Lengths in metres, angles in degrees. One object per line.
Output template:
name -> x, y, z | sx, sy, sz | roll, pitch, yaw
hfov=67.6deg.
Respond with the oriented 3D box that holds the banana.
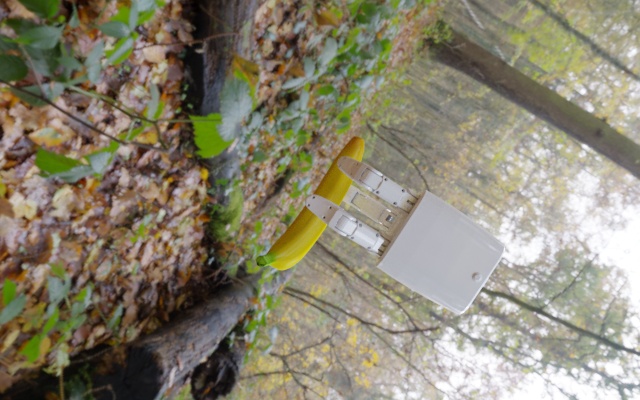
banana -> -0.004, 0.011, 0.562 | 0.037, 0.197, 0.070 | 33, -22, 7
